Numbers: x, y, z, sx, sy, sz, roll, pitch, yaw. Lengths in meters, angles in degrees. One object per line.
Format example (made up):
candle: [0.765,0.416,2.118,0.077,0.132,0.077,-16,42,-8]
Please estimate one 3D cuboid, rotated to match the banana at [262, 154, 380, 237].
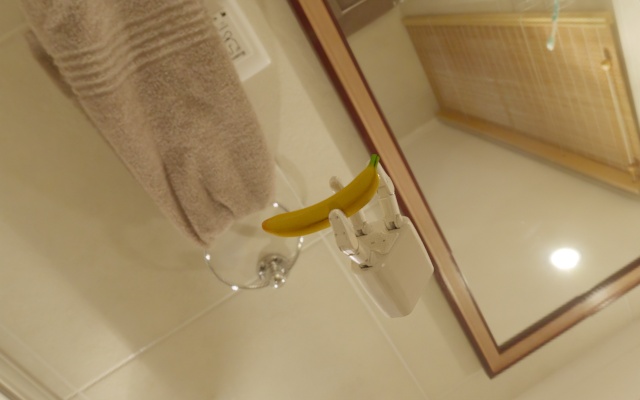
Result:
banana: [0.005,0.010,0.659,0.198,0.037,0.069,-29,30,11]
